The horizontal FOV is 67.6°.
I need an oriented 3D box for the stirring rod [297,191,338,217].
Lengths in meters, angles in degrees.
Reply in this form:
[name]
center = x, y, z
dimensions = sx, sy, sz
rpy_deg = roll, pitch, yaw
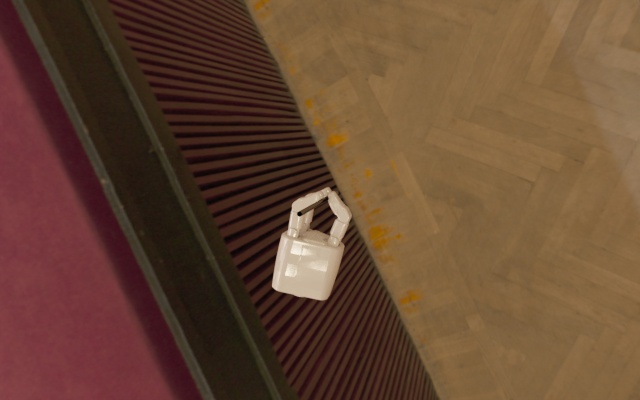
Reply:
[stirring rod]
center = 0.000, 0.003, 0.814
dimensions = 0.011, 0.011, 0.239
rpy_deg = 0, 8, 15
